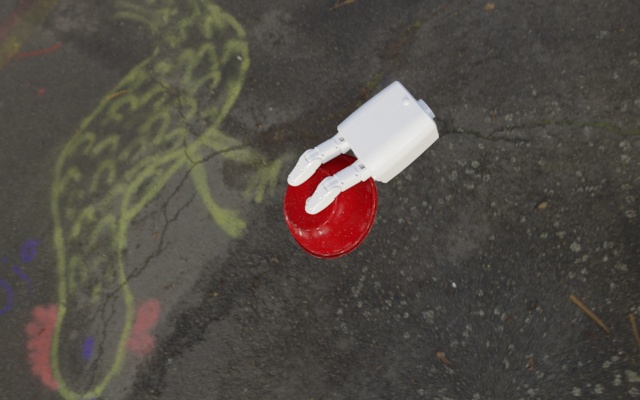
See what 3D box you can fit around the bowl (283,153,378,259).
[{"bbox_3d":[-0.001,0.003,0.698,0.162,0.162,0.055,0,-10,35],"label":"bowl"}]
